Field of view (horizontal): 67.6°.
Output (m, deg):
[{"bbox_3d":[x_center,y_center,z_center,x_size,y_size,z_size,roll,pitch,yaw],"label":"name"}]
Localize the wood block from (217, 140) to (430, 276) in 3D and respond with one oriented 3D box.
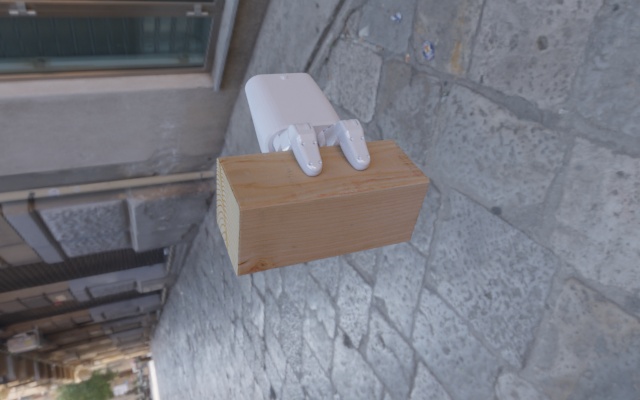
[{"bbox_3d":[0.000,0.002,0.519,0.206,0.091,0.090,-9,42,-22],"label":"wood block"}]
